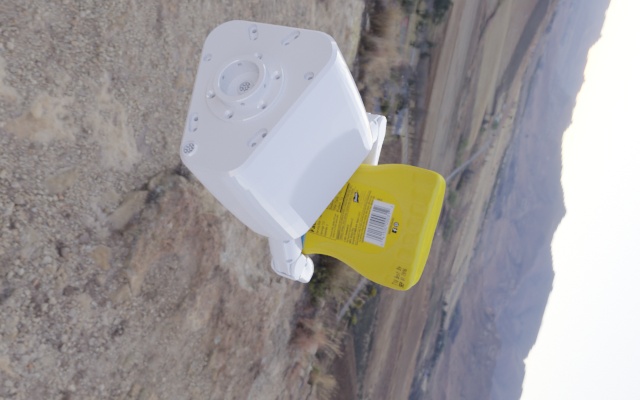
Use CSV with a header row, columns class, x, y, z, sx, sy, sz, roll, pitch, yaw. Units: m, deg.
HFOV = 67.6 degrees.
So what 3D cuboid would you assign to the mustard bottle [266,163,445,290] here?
class,x,y,z,sx,sy,sz,roll,pitch,yaw
mustard bottle,0.000,0.001,0.406,0.191,0.096,0.058,16,8,22
